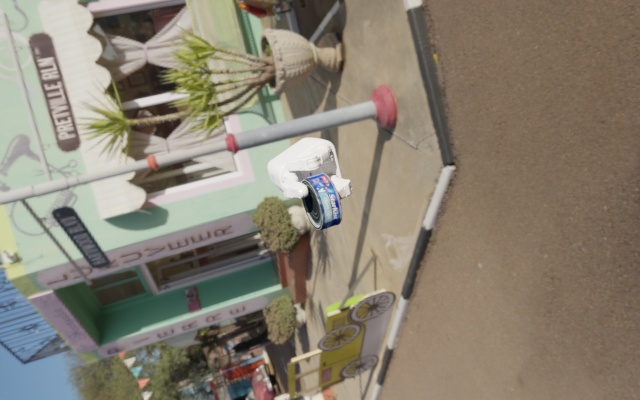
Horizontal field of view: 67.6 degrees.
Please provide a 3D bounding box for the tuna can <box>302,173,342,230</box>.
[{"bbox_3d":[0.000,0.003,0.747,0.034,0.086,0.086,-17,6,-18],"label":"tuna can"}]
